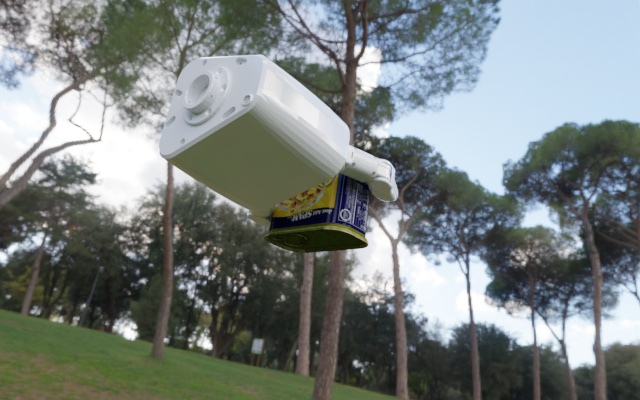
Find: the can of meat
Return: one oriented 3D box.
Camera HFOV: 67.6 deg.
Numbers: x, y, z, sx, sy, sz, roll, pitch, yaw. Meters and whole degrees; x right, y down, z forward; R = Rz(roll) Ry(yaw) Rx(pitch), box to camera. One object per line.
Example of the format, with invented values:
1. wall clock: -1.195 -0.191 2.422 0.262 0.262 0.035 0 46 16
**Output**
1. can of meat: 0.000 0.001 0.467 0.102 0.084 0.057 -9 -27 38
